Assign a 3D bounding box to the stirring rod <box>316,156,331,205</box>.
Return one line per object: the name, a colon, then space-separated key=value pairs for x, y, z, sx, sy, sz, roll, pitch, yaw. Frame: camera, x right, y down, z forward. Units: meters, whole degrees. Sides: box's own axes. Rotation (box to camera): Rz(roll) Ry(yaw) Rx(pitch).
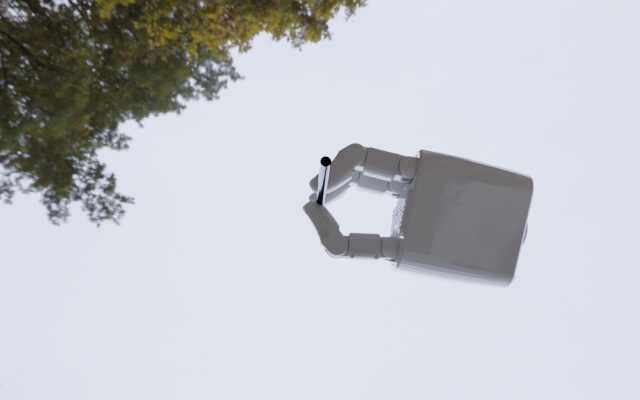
stirring rod: x=0.000 y=0.002 z=0.452 sx=0.011 sy=0.011 sz=0.239 roll=0 pitch=-14 yaw=-2
